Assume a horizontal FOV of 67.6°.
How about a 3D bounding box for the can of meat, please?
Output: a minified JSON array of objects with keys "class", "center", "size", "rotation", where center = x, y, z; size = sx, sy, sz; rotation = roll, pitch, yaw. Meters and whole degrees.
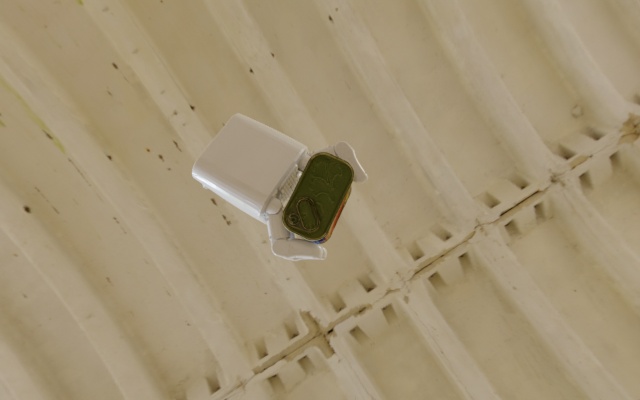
[{"class":"can of meat","center":[0.000,0.002,0.586],"size":[0.057,0.102,0.084],"rotation":[25,-8,8]}]
